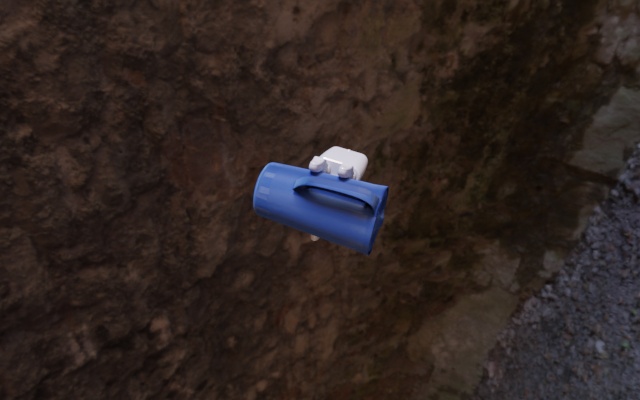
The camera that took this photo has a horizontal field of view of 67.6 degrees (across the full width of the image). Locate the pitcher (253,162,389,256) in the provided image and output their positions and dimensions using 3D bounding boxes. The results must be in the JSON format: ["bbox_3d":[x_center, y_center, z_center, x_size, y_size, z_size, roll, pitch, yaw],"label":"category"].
[{"bbox_3d":[0.000,0.003,0.899,0.243,0.149,0.145,16,25,11],"label":"pitcher"}]
